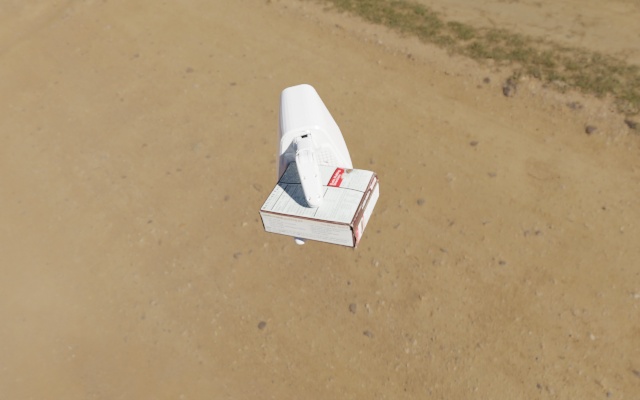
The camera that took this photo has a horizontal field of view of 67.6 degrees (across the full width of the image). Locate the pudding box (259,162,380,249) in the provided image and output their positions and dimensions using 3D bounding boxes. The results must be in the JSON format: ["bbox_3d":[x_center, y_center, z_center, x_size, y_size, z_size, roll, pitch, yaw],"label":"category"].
[{"bbox_3d":[0.000,0.002,0.537,0.113,0.039,0.090,7,46,23],"label":"pudding box"}]
